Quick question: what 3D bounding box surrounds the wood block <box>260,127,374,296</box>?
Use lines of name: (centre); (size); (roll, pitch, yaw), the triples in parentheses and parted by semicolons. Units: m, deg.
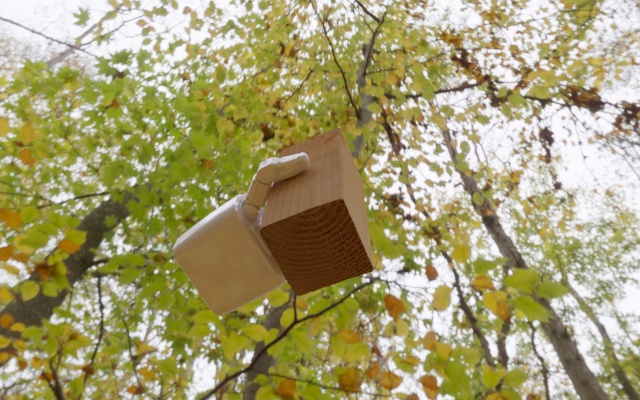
wood block: (0.000, 0.002, 0.557); (0.090, 0.091, 0.206); (-21, 25, 11)
